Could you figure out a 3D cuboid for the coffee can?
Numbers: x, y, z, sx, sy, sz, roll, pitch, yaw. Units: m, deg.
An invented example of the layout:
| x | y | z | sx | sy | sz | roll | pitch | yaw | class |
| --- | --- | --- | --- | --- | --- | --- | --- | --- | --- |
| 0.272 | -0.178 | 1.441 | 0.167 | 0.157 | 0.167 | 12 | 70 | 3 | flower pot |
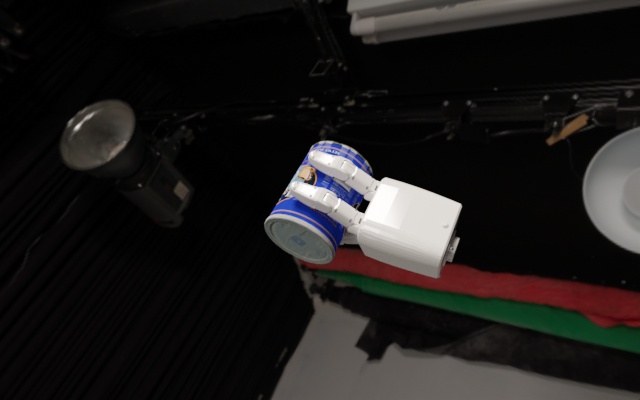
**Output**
| x | y | z | sx | sy | sz | roll | pitch | yaw | class |
| --- | --- | --- | --- | --- | --- | --- | --- | --- | --- |
| 0.000 | 0.002 | 0.664 | 0.103 | 0.140 | 0.103 | 22 | -30 | 13 | coffee can |
